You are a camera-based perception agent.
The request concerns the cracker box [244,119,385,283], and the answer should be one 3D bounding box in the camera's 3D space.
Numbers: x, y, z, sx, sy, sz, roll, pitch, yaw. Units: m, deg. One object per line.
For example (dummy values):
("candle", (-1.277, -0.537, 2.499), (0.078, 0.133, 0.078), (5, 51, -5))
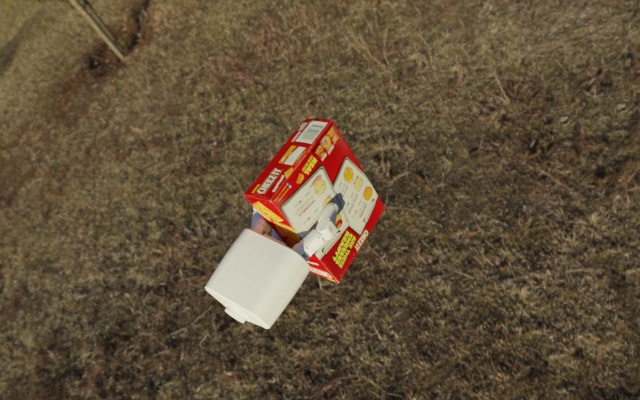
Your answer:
("cracker box", (0.000, 0.002, 0.761), (0.072, 0.164, 0.214), (13, -31, 43))
